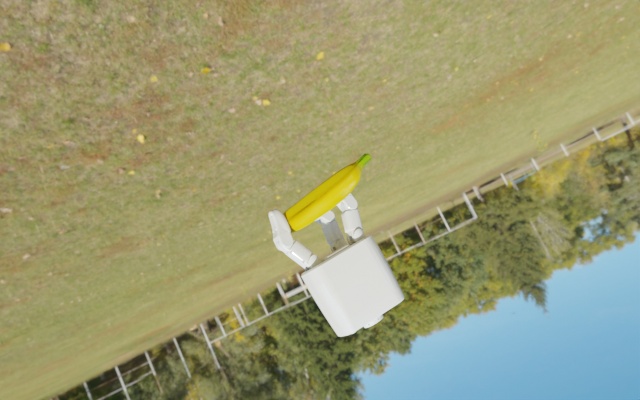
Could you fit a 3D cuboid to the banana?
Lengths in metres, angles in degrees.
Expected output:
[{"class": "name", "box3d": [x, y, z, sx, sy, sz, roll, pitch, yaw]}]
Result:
[{"class": "banana", "box3d": [-0.006, 0.006, 0.679, 0.198, 0.037, 0.069, -36, -3, 33]}]
